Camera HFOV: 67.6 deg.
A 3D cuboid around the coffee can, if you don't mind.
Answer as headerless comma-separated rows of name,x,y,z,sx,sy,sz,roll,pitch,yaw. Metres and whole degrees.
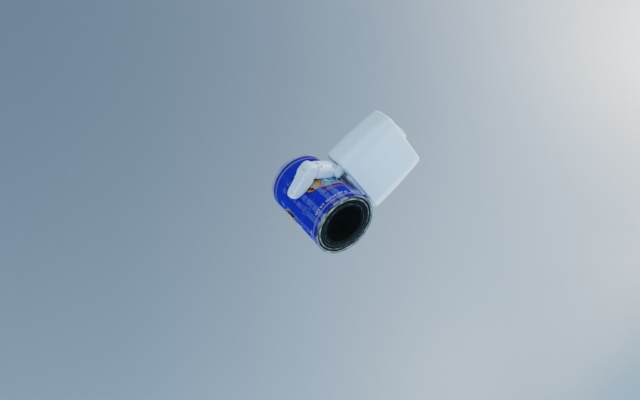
coffee can,0.000,0.003,0.759,0.103,0.103,0.140,0,30,-39
